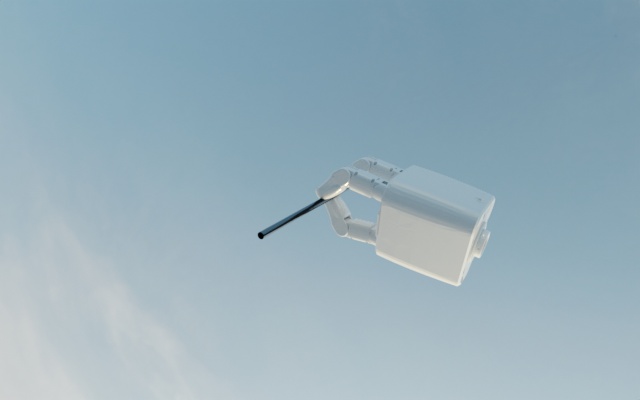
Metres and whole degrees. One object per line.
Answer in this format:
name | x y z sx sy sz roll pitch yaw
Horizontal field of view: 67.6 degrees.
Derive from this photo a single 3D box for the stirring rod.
stirring rod | 0.000 0.002 0.581 0.011 0.011 0.239 0 16 32
